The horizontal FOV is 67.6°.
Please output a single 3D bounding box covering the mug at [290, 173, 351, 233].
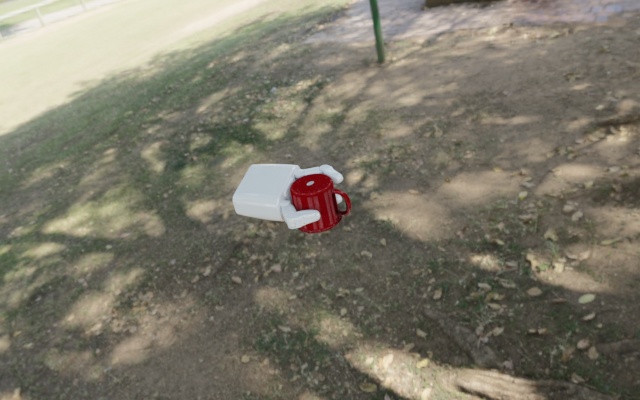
[{"bbox_3d":[0.001,0.003,0.893,0.117,0.081,0.093,4,34,24],"label":"mug"}]
